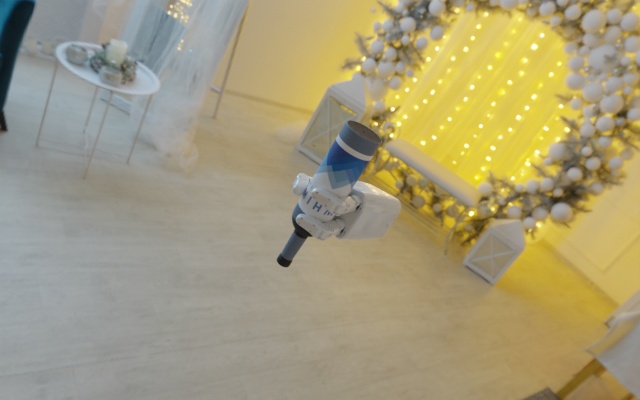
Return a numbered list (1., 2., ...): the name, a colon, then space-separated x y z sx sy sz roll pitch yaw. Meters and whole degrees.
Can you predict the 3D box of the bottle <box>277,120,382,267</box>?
1. bottle: 0.000 0.002 0.826 0.069 0.296 0.069 25 26 -14
